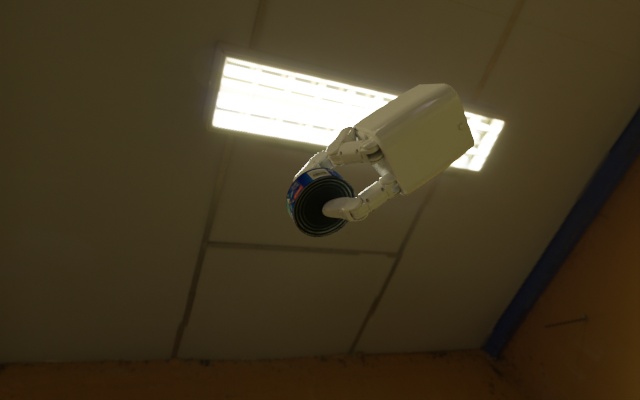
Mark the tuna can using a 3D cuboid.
[{"bbox_3d":[0.000,0.002,0.611,0.086,0.086,0.033,0,27,-26],"label":"tuna can"}]
